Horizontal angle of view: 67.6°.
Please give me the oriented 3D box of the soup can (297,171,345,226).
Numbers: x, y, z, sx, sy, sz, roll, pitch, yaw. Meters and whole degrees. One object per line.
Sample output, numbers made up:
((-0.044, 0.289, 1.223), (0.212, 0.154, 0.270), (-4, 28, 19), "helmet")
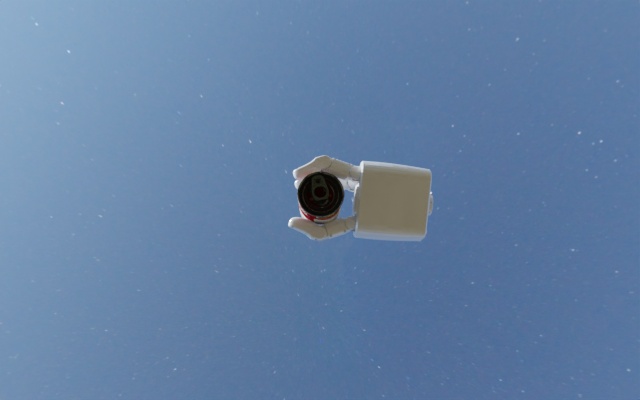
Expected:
((0.000, 0.003, 0.731), (0.068, 0.068, 0.102), (0, -14, 0), "soup can")
